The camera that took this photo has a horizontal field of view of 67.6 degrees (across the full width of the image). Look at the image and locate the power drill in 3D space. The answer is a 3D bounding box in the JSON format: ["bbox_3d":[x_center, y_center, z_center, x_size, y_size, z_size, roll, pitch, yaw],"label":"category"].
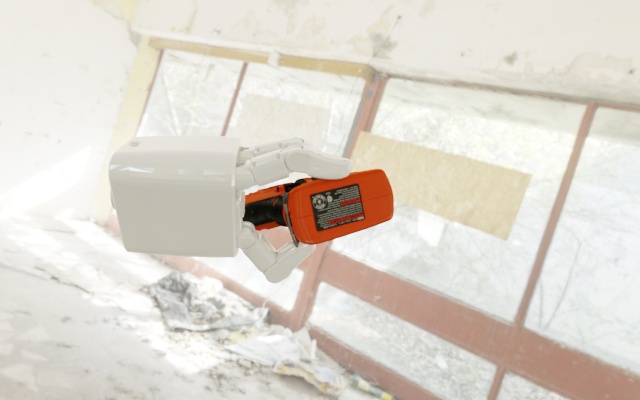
[{"bbox_3d":[0.000,0.002,0.524,0.184,0.057,0.187,-16,5,-23],"label":"power drill"}]
